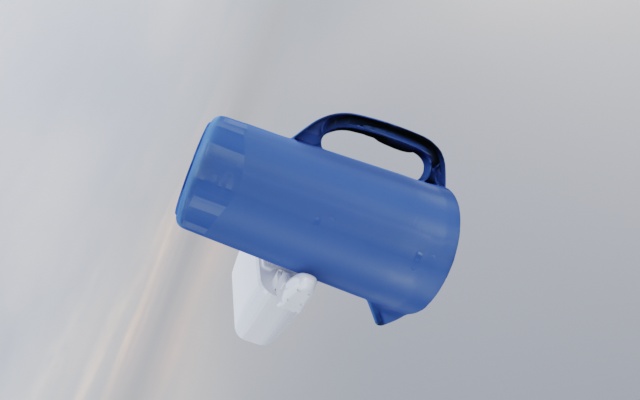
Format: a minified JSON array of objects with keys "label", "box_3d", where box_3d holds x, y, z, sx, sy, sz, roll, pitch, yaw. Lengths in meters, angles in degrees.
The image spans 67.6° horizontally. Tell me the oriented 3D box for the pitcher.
[{"label":"pitcher","box_3d":[0.000,0.002,0.454,0.243,0.149,0.145,20,-46,-12]}]
